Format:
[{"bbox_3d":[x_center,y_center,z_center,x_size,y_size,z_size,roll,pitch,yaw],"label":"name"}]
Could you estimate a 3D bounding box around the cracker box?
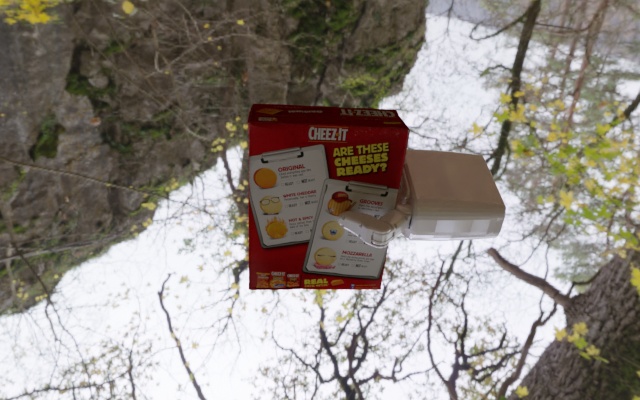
[{"bbox_3d":[0.000,0.002,0.550,0.164,0.214,0.072,1,30,-6],"label":"cracker box"}]
